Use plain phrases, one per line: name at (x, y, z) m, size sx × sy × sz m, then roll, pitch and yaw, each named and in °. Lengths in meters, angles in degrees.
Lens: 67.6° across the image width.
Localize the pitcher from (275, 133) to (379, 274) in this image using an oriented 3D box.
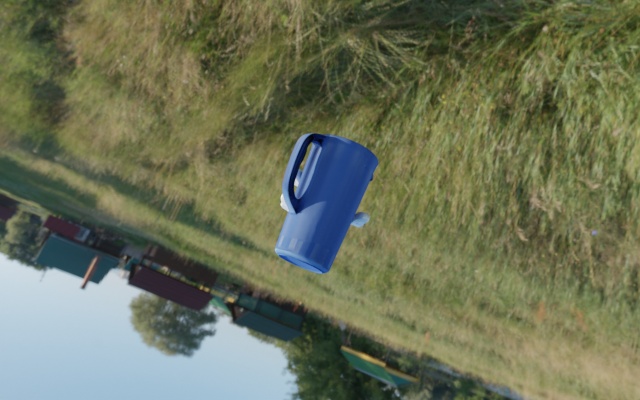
pitcher at (0.000, 0.003, 0.894) m, size 0.149 × 0.242 × 0.145 m, roll 21°, pitch -15°, yaw 7°
